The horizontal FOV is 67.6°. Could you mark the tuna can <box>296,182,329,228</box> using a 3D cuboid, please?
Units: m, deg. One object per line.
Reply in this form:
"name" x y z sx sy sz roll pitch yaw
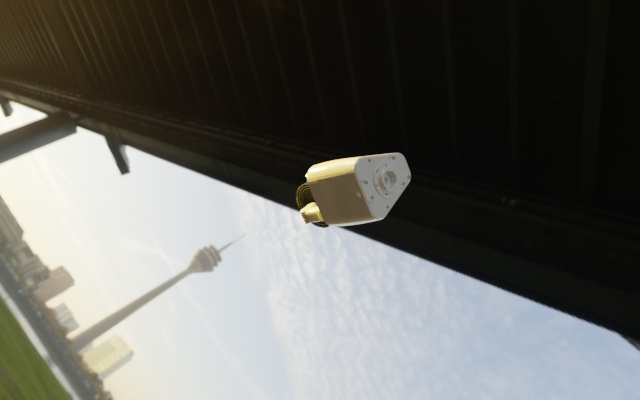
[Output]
"tuna can" 0.000 0.002 0.829 0.086 0.086 0.033 0 28 46
